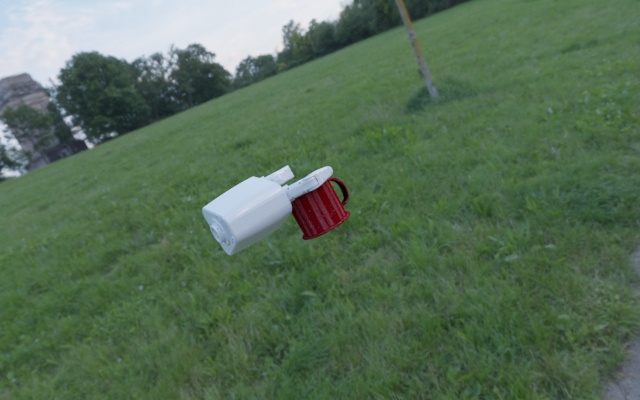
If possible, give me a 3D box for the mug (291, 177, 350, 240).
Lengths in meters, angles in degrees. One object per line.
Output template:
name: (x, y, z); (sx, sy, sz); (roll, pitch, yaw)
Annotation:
mug: (0.001, 0.002, 0.813); (0.117, 0.081, 0.093); (-34, 11, -27)
